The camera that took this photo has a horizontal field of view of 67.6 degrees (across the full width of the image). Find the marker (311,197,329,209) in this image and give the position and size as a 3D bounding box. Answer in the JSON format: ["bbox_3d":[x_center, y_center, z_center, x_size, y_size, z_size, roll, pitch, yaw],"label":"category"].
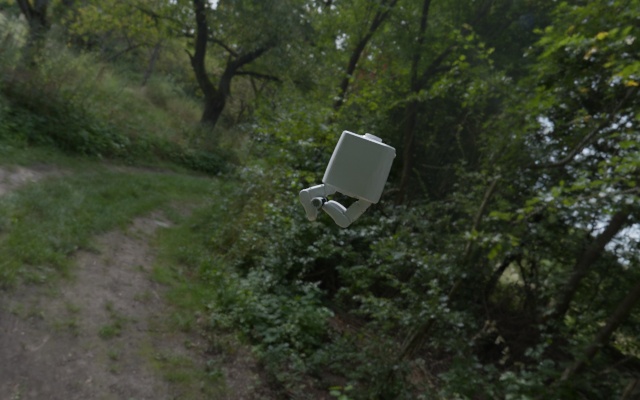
[{"bbox_3d":[0.000,0.003,0.886,0.020,0.020,0.121,0,2,8],"label":"marker"}]
